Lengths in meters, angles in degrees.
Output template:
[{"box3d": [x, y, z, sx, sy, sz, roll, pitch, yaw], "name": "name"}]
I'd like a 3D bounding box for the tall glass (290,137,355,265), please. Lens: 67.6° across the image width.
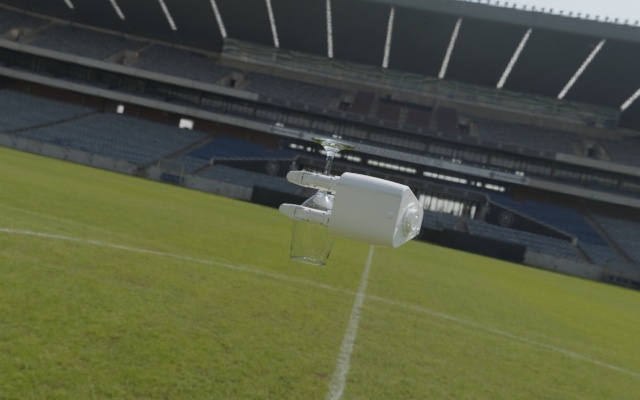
[{"box3d": [0.000, 0.002, 0.789, 0.079, 0.201, 0.079, 12, 1, 0], "name": "tall glass"}]
